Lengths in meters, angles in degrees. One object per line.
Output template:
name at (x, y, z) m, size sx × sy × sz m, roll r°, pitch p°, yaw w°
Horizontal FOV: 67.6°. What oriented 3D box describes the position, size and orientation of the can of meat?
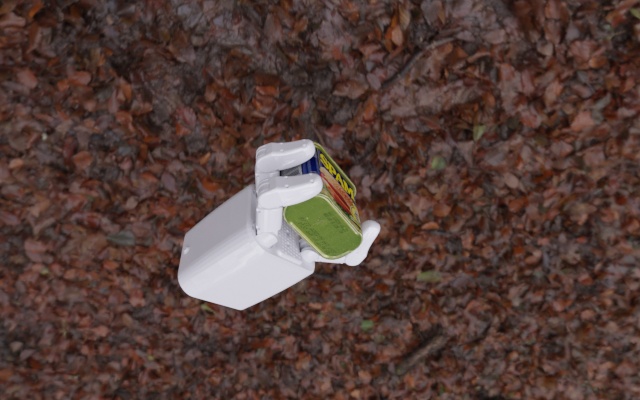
can of meat at (0.000, 0.002, 0.507) m, size 0.057 × 0.083 × 0.102 m, roll -29°, pitch -53°, yaw 18°
